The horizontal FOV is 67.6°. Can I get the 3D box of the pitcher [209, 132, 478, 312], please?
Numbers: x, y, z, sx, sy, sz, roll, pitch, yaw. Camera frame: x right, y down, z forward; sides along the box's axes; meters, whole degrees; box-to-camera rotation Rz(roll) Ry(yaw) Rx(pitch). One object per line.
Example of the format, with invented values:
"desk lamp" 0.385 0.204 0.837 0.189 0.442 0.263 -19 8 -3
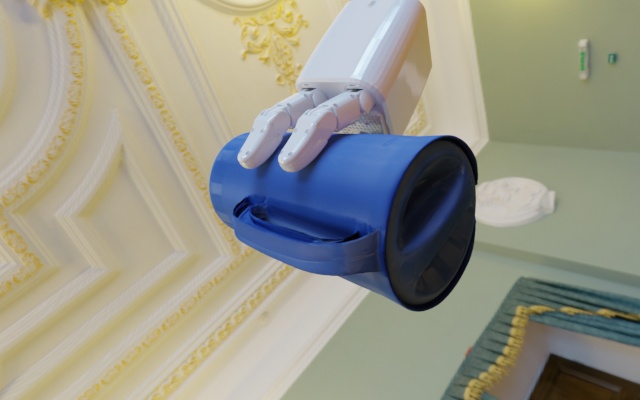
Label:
"pitcher" 0.000 0.001 0.425 0.243 0.145 0.149 13 -21 43
